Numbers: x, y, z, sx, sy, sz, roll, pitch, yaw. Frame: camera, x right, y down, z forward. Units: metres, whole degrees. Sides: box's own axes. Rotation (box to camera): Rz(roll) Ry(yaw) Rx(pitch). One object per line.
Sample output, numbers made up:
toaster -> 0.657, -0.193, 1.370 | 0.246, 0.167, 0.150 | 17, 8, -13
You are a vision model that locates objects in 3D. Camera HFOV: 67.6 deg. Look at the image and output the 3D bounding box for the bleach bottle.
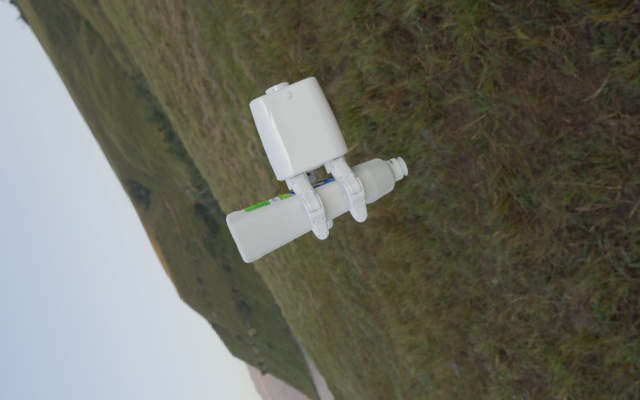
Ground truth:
bleach bottle -> 0.000, 0.002, 0.652 | 0.251, 0.068, 0.102 | -24, 6, -10
